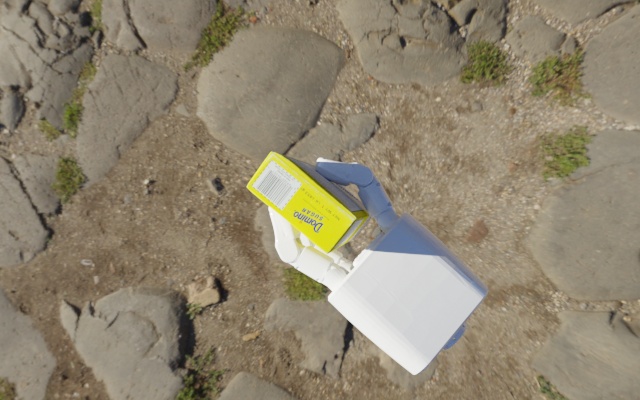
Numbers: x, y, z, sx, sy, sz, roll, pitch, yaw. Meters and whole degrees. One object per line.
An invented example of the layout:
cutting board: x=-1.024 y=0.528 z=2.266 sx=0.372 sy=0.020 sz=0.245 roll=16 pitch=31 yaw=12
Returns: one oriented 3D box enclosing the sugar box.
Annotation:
sugar box: x=0.000 y=0.002 z=0.477 sx=0.093 sy=0.048 sz=0.176 roll=40 pitch=5 yaw=10
